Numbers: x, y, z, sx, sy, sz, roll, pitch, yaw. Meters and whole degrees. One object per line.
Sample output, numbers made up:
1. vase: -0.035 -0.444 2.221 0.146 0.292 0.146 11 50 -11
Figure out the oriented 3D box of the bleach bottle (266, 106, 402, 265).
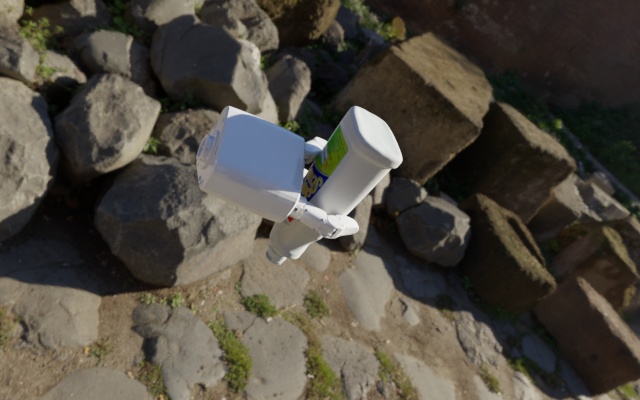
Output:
1. bleach bottle: 0.000 0.002 0.631 0.068 0.251 0.102 23 32 -24
